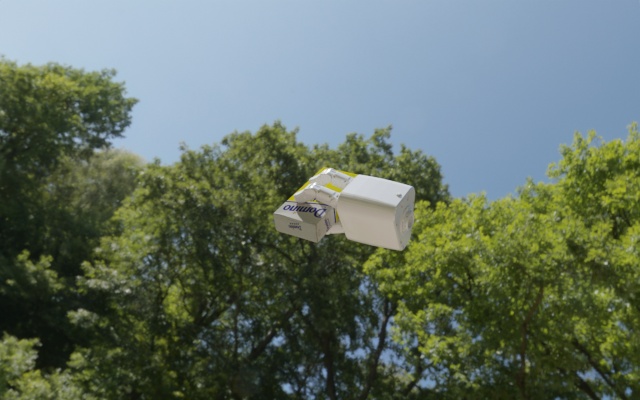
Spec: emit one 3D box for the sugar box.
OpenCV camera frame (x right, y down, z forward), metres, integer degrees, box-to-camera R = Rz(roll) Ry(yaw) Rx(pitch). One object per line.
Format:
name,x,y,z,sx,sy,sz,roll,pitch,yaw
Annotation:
sugar box,0.000,0.002,0.894,0.093,0.048,0.176,14,37,28
